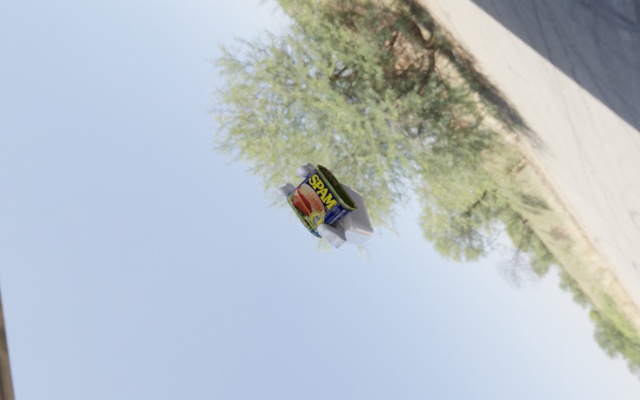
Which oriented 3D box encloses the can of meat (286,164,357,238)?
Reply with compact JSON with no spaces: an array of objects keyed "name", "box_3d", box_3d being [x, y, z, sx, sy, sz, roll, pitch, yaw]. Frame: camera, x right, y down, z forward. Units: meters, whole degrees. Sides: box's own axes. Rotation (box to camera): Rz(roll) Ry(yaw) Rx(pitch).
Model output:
[{"name":"can of meat","box_3d":[0.000,0.003,0.837,0.084,0.102,0.057,-43,-25,17]}]
